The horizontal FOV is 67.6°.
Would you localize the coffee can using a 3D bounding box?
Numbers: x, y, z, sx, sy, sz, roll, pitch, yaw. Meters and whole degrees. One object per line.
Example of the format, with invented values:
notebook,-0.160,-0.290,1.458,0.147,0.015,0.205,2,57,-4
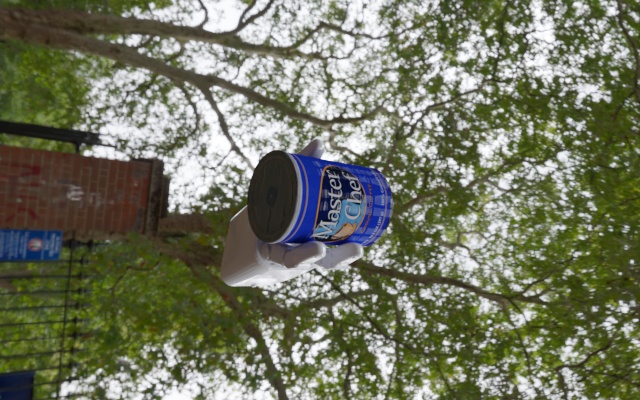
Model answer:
coffee can,0.000,0.002,0.561,0.140,0.103,0.103,7,-4,-37
